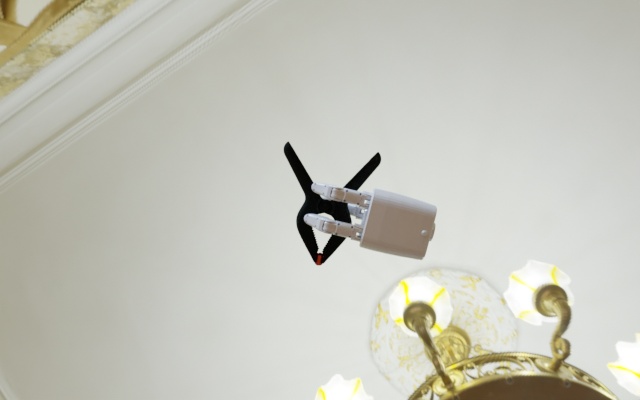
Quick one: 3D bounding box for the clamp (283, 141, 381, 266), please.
[{"bbox_3d":[0.000,0.003,0.812,0.164,0.210,0.036,14,5,4],"label":"clamp"}]
